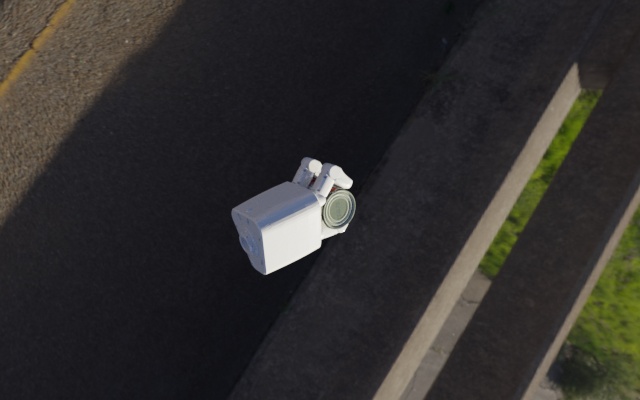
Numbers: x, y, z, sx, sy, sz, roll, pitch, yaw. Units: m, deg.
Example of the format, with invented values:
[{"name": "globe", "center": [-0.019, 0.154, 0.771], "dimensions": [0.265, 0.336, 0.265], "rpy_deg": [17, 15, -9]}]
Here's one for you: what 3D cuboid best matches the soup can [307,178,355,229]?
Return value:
[{"name": "soup can", "center": [0.001, 0.003, 0.788], "dimensions": [0.068, 0.068, 0.102], "rpy_deg": [0, 13, -37]}]
